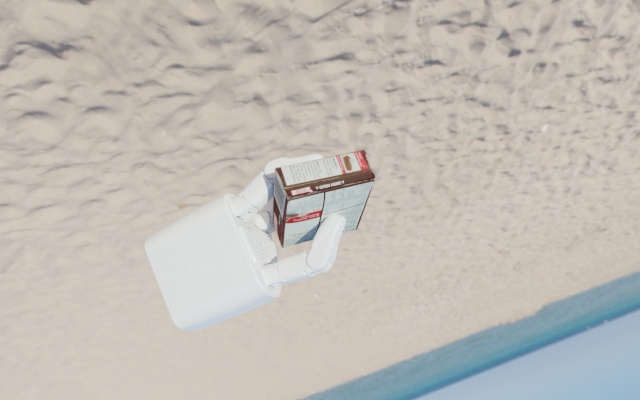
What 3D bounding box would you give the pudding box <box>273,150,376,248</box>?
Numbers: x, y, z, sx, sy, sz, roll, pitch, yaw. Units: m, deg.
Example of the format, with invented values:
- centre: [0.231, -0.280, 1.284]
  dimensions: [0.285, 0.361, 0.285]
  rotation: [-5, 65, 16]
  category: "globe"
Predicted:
- centre: [0.000, 0.002, 0.484]
  dimensions: [0.090, 0.039, 0.113]
  rotation: [-14, -25, -14]
  category: "pudding box"
